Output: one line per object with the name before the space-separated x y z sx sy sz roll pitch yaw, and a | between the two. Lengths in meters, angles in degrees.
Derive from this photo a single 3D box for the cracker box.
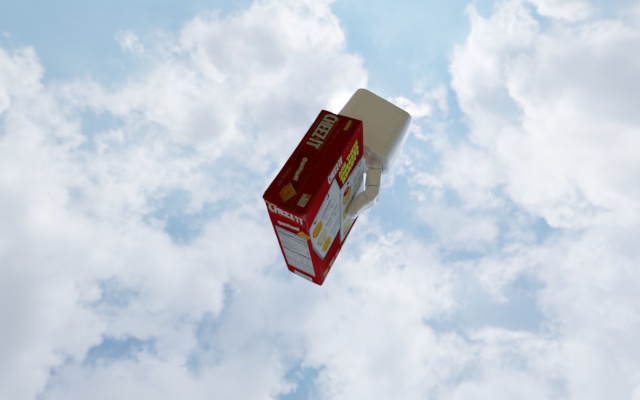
cracker box | 0.000 0.002 0.692 0.072 0.164 0.214 21 -28 19
